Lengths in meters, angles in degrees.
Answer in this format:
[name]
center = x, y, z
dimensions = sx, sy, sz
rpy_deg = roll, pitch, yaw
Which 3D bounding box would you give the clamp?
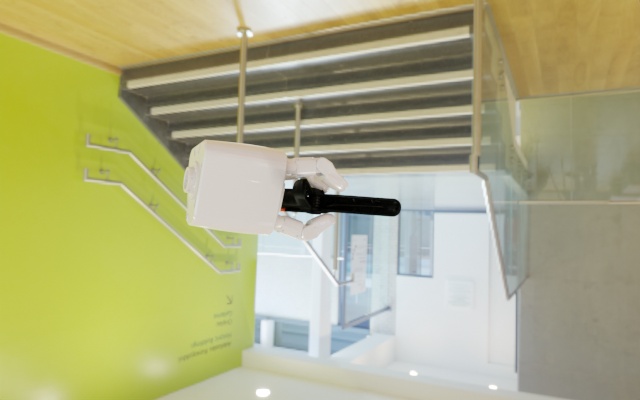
[clamp]
center = 0.000, 0.003, 0.682
dimensions = 0.164, 0.036, 0.210
rpy_deg = 11, -8, -26
